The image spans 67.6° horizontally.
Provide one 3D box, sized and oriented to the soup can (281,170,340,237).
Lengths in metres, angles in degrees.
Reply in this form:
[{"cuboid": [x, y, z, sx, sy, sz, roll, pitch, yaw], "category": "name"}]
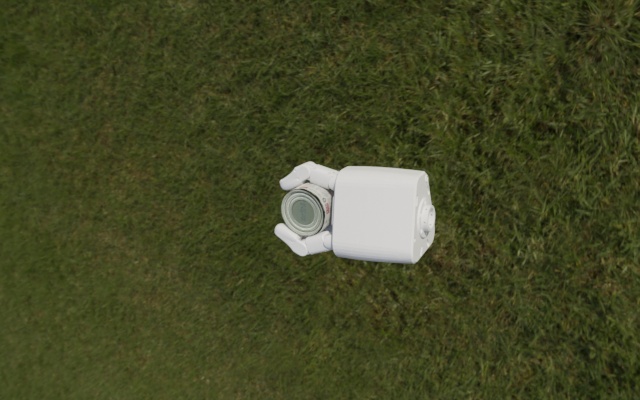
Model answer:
[{"cuboid": [0.000, 0.002, 0.664, 0.068, 0.068, 0.102, 0, 17, 31], "category": "soup can"}]
